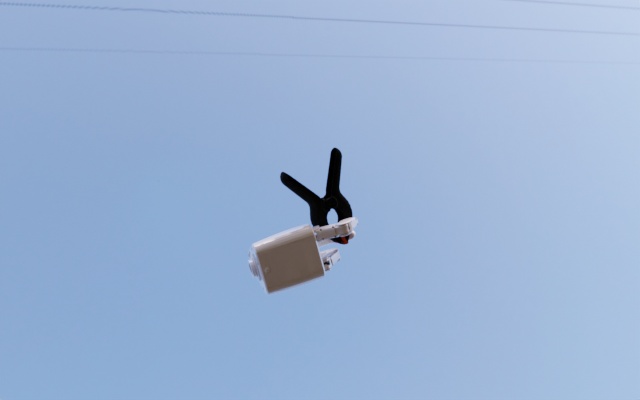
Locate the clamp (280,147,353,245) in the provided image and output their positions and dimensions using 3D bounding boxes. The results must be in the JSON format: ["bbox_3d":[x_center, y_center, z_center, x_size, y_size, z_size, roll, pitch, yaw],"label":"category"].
[{"bbox_3d":[0.000,0.003,0.839,0.120,0.171,0.039,-17,8,-16],"label":"clamp"}]
